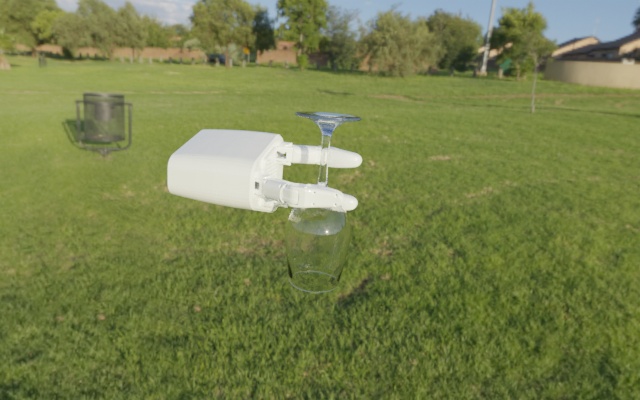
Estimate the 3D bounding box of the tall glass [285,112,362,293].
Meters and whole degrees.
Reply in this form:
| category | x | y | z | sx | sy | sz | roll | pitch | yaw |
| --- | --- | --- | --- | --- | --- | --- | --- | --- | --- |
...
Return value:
| category | x | y | z | sx | sy | sz | roll | pitch | yaw |
| --- | --- | --- | --- | --- | --- | --- | --- | --- | --- |
| tall glass | 0.000 | 0.001 | 0.552 | 0.079 | 0.201 | 0.079 | 4 | 14 | -1 |
